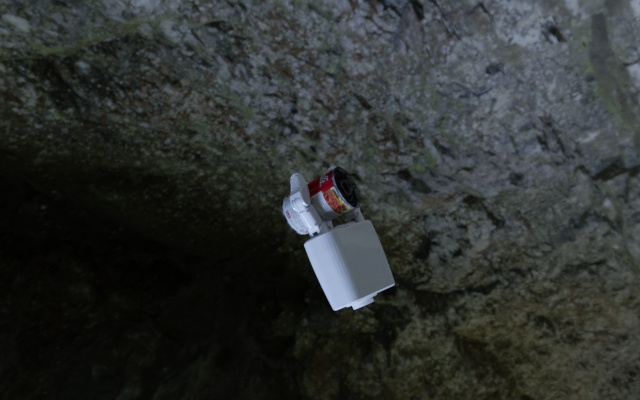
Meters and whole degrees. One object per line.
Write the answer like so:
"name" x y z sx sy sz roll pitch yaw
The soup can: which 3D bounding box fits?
"soup can" 0.000 0.002 0.718 0.102 0.068 0.068 -29 -14 27
